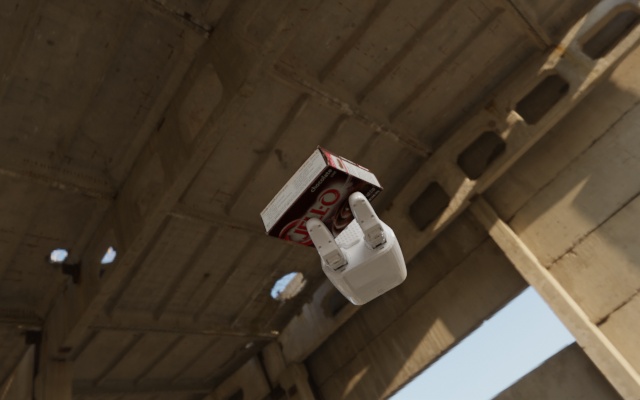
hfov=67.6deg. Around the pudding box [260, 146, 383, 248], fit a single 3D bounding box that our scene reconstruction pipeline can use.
[{"bbox_3d":[0.000,0.002,0.539,0.090,0.113,0.039,19,30,-42],"label":"pudding box"}]
